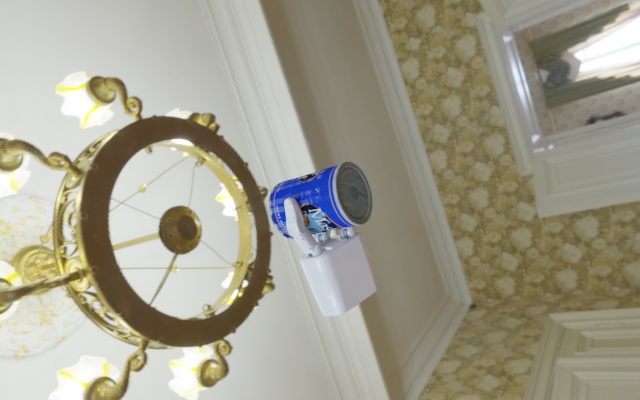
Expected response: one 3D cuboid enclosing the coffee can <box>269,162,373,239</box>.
[{"bbox_3d":[0.000,0.002,0.792,0.140,0.103,0.103,-15,-9,36],"label":"coffee can"}]
